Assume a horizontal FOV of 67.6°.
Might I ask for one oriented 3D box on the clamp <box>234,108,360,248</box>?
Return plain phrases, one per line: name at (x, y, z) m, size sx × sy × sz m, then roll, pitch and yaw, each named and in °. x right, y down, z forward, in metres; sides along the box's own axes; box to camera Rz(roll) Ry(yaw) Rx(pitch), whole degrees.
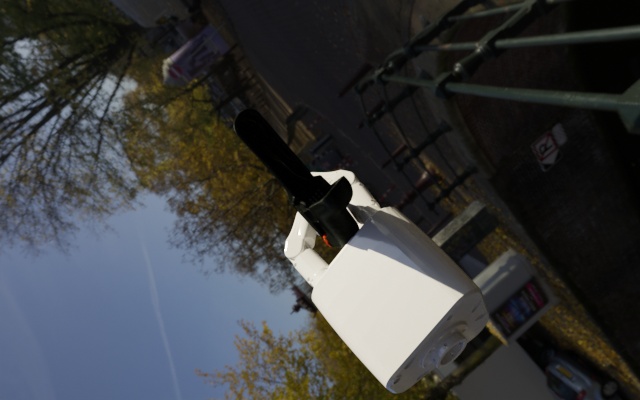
clamp at (0.000, 0.002, 0.405) m, size 0.120 × 0.039 × 0.172 m, roll 44°, pitch -5°, yaw 39°
